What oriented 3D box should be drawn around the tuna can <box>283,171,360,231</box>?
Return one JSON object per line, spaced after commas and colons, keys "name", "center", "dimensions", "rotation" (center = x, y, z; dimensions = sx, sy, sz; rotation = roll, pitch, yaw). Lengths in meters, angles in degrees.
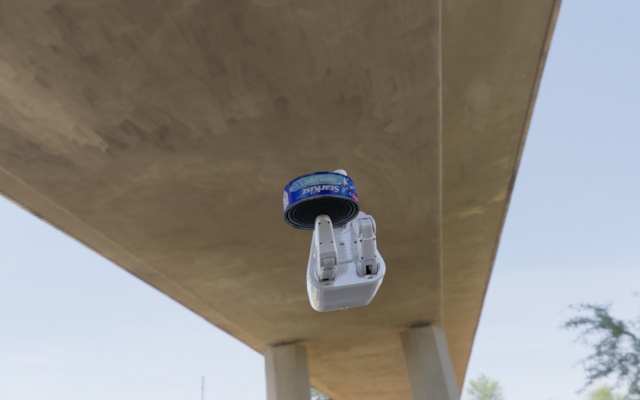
{"name": "tuna can", "center": [0.000, 0.001, 0.545], "dimensions": [0.086, 0.033, 0.086], "rotation": [-6, -27, -3]}
